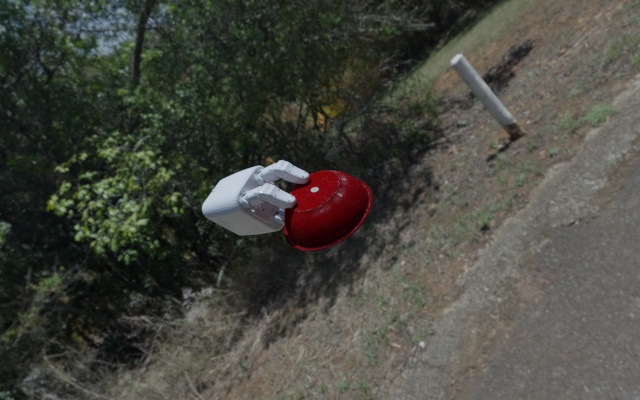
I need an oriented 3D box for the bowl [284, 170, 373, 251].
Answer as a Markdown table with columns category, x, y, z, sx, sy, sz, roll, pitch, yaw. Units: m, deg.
| category | x | y | z | sx | sy | sz | roll | pitch | yaw |
| --- | --- | --- | --- | --- | --- | --- | --- | --- | --- |
| bowl | 0.001 | 0.002 | 0.767 | 0.162 | 0.162 | 0.055 | 0 | -44 | 37 |
